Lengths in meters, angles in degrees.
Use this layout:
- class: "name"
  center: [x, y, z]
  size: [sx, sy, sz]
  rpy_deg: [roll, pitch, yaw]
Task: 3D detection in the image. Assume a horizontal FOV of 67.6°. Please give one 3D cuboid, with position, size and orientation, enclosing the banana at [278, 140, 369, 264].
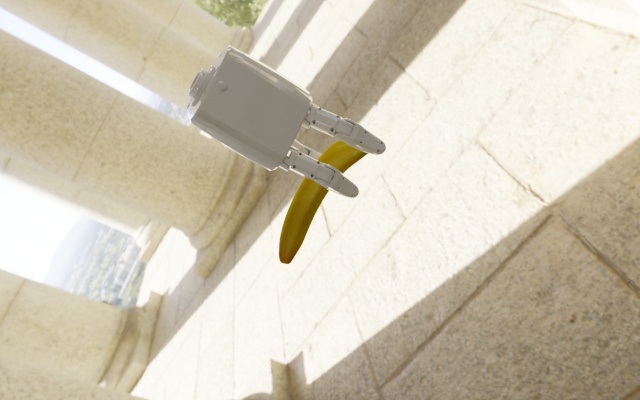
- class: "banana"
  center: [-0.002, -0.010, 0.604]
  size: [0.037, 0.198, 0.069]
  rpy_deg: [28, 18, -28]
